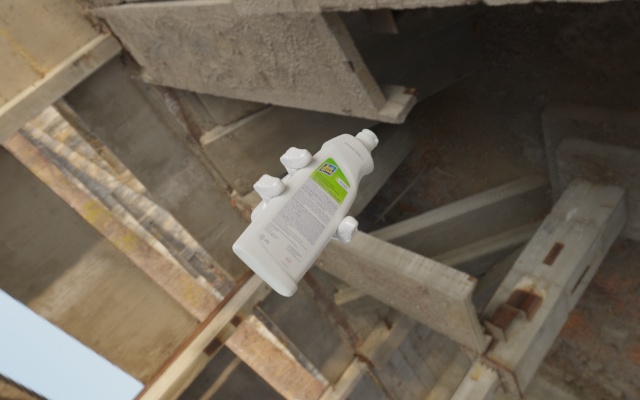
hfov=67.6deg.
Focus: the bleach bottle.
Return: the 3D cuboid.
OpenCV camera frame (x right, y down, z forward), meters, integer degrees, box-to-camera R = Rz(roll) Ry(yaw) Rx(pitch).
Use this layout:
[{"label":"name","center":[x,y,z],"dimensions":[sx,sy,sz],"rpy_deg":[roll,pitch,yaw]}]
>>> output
[{"label":"bleach bottle","center":[0.000,0.002,0.649],"dimensions":[0.102,0.250,0.068],"rpy_deg":[45,-20,-9]}]
